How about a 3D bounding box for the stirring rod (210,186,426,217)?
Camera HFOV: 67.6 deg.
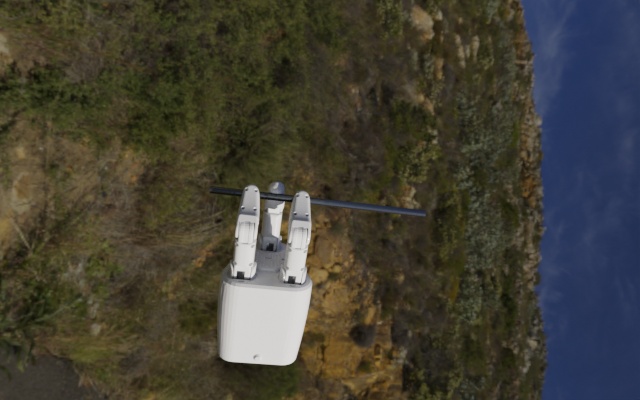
[{"bbox_3d":[0.000,0.002,0.528,0.239,0.011,0.011,6,-1,-7],"label":"stirring rod"}]
